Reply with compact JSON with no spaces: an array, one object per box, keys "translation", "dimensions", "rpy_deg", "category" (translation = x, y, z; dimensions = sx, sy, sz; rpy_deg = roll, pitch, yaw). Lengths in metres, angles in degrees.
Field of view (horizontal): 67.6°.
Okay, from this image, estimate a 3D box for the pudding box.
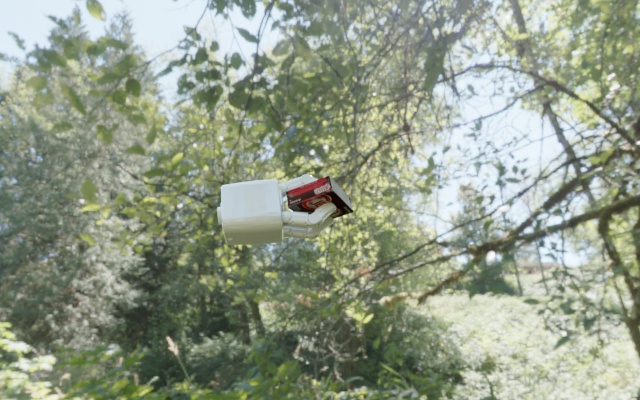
[{"translation":[0.000,0.003,0.893],"dimensions":[0.090,0.039,0.113],"rpy_deg":[-19,-26,17],"category":"pudding box"}]
